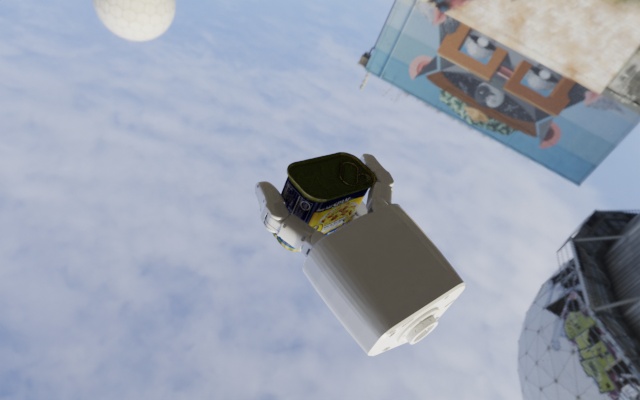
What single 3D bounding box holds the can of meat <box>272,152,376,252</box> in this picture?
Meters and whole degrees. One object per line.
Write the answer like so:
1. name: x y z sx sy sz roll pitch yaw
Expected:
1. can of meat: 0.000 0.002 0.521 0.102 0.084 0.057 -17 55 -41
